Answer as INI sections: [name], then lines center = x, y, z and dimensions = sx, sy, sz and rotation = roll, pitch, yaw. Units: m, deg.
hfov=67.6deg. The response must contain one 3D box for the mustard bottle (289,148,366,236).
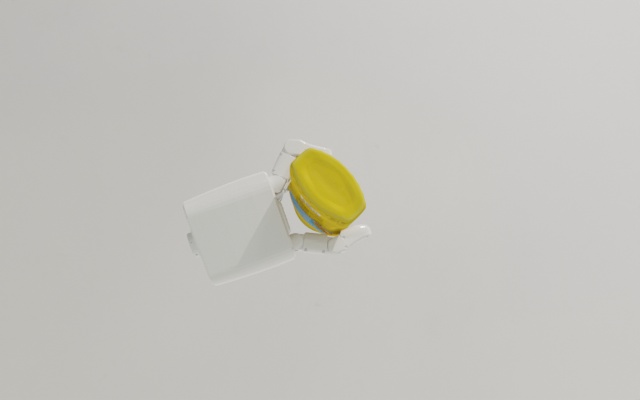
[mustard bottle]
center = 0.000, 0.002, 0.614
dimensions = 0.058, 0.096, 0.192
rotation = -45, -5, -13
